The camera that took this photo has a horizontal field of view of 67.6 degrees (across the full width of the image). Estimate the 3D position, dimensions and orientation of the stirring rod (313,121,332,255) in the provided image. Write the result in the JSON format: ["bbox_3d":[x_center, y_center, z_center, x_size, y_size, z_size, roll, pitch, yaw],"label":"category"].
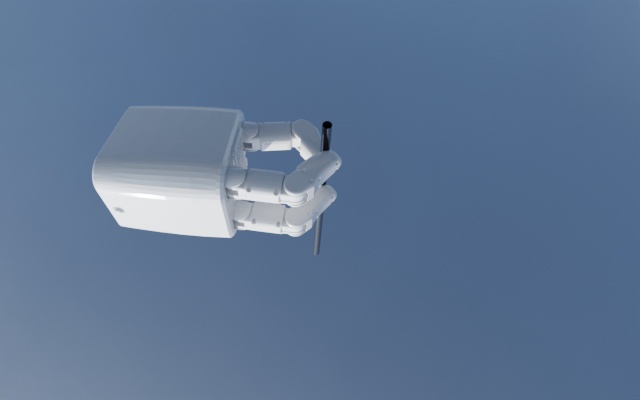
[{"bbox_3d":[0.000,0.002,0.484,0.011,0.011,0.240,0,-31,-3],"label":"stirring rod"}]
